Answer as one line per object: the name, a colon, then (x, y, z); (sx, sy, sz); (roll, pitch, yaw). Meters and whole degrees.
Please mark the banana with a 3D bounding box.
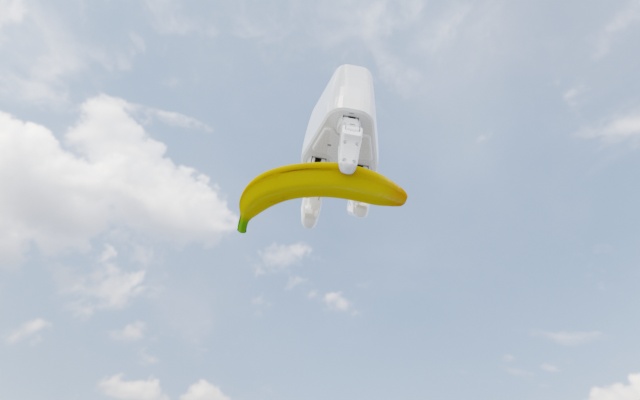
banana: (-0.008, -0.011, 0.519); (0.198, 0.070, 0.037); (-9, 41, 15)
